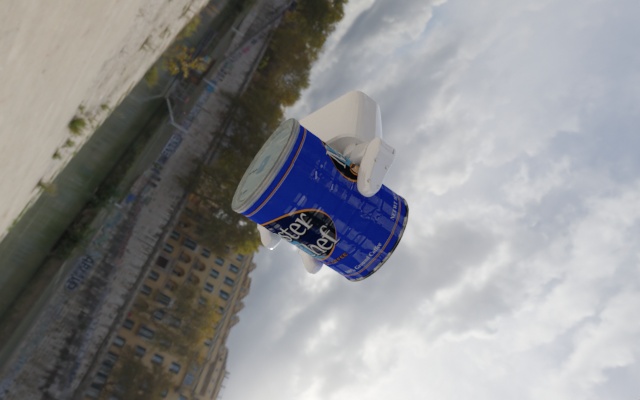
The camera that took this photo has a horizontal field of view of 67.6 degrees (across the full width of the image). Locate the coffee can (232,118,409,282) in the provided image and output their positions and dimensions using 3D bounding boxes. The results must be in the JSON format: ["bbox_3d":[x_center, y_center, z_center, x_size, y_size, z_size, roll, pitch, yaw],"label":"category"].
[{"bbox_3d":[0.000,0.002,0.468,0.140,0.103,0.103,34,-12,-19],"label":"coffee can"}]
